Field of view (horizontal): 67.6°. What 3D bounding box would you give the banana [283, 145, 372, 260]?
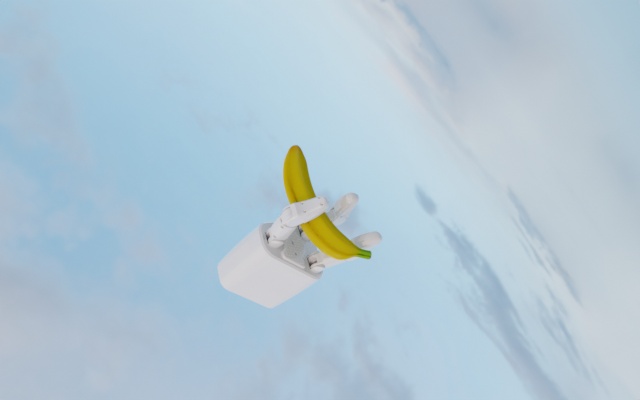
[{"bbox_3d":[-0.010,0.007,0.648,0.069,0.197,0.037,-10,-27,-52],"label":"banana"}]
